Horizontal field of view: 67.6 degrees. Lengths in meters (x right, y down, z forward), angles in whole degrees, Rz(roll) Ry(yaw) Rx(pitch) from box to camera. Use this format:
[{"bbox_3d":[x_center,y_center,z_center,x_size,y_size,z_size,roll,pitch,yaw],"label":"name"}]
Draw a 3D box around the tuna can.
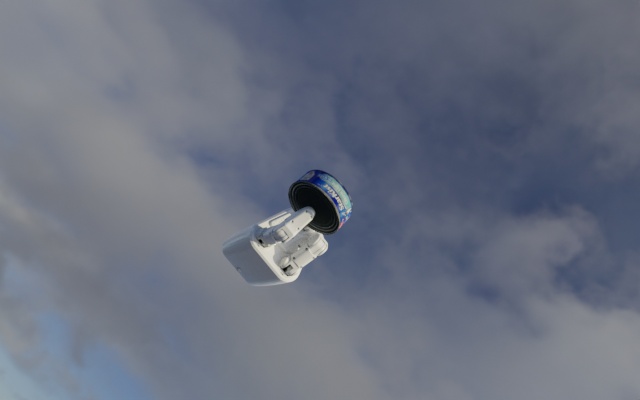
[{"bbox_3d":[0.000,0.002,0.638,0.086,0.086,0.033,0,34,47],"label":"tuna can"}]
